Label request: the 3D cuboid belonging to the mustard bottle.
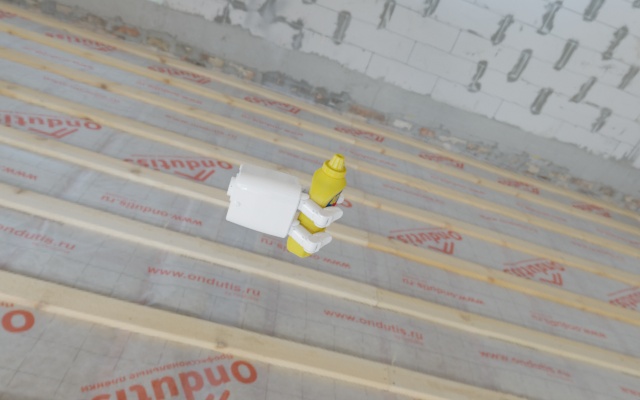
[{"bbox_3d":[0.000,0.003,0.838,0.058,0.192,0.096,28,30,11],"label":"mustard bottle"}]
